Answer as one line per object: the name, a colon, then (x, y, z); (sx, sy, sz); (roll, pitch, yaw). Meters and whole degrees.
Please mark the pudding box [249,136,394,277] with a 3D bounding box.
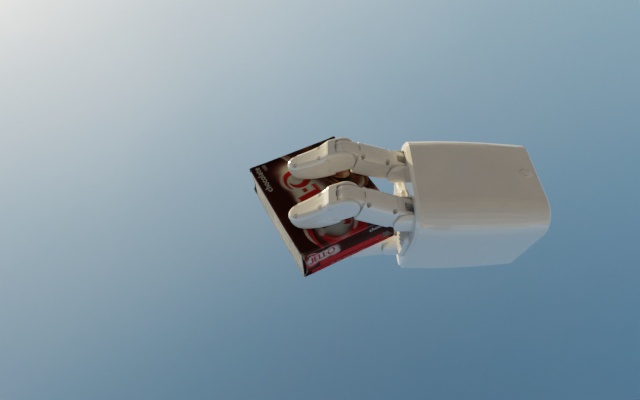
pudding box: (0.000, 0.001, 0.427); (0.090, 0.039, 0.113); (-23, 51, -17)
